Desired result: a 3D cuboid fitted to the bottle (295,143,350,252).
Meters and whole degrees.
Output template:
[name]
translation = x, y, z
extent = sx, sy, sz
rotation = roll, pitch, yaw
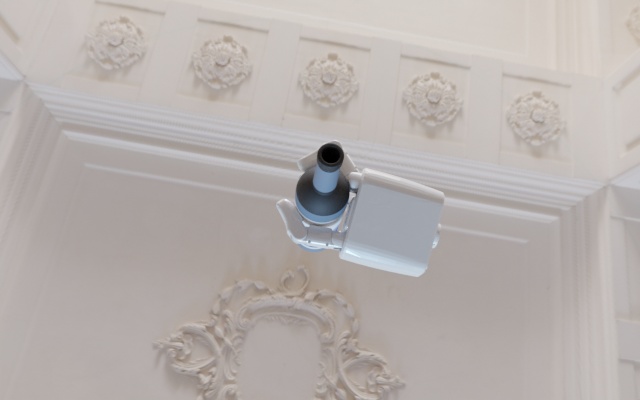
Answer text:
[bottle]
translation = 0.000, 0.002, 0.616
extent = 0.069, 0.069, 0.296
rotation = 0, -19, -4
